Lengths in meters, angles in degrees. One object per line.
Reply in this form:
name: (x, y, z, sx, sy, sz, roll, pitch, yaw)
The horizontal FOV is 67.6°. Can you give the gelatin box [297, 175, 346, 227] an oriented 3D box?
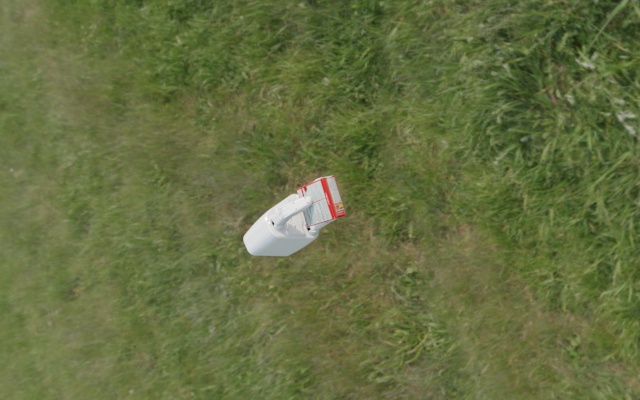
gelatin box: (0.000, 0.003, 0.841, 0.030, 0.073, 0.089, -14, -4, -37)
